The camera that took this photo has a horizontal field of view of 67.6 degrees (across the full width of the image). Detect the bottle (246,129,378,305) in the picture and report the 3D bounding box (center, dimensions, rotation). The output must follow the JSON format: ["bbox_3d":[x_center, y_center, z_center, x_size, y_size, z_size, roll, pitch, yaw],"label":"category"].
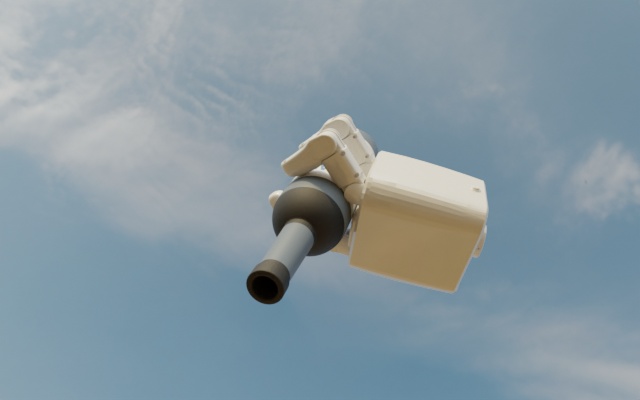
[{"bbox_3d":[0.000,0.001,0.450,0.069,0.069,0.295,0,23,16],"label":"bottle"}]
